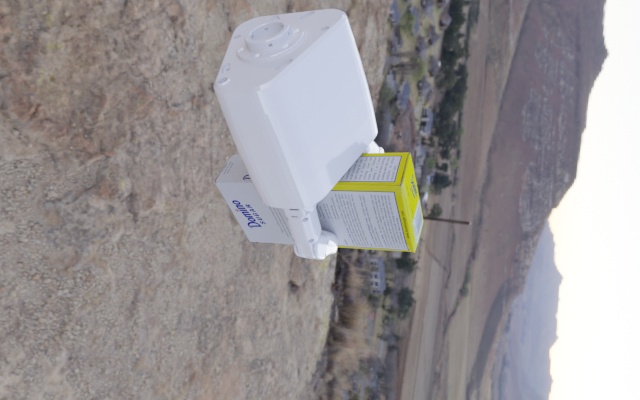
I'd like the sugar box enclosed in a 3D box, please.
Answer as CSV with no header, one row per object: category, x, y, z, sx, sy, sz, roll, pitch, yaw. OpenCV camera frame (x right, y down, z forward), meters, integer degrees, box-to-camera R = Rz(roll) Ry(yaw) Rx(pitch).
sugar box,0.000,0.001,0.445,0.176,0.048,0.093,4,-41,24
